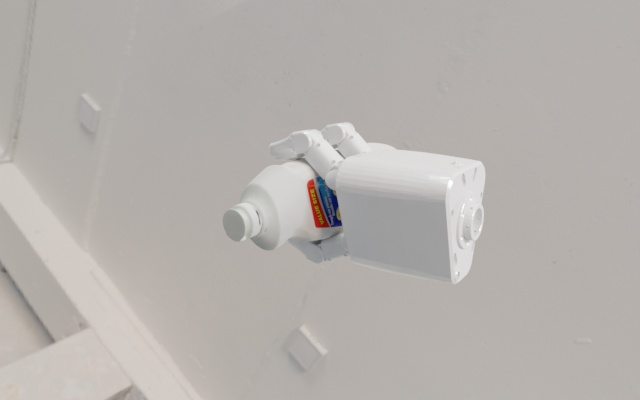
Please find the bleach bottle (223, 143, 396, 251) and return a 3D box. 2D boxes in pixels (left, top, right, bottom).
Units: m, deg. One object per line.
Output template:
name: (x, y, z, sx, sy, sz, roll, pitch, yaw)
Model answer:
bleach bottle: (0.000, 0.002, 0.504, 0.068, 0.102, 0.251, 11, 19, 34)
